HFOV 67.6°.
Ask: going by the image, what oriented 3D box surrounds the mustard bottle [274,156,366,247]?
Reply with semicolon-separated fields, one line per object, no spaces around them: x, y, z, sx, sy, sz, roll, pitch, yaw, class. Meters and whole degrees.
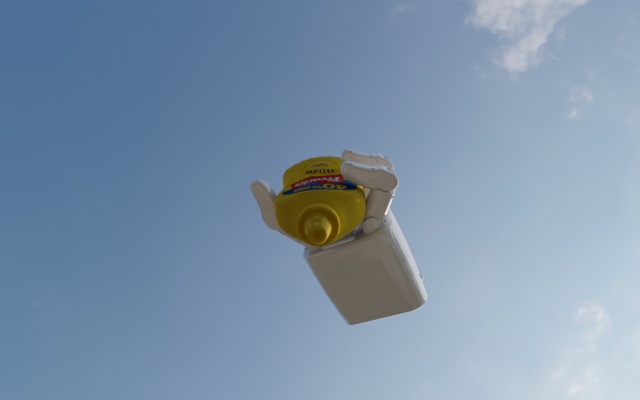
0.000;0.001;0.516;0.096;0.058;0.191;-3;19;3;mustard bottle
